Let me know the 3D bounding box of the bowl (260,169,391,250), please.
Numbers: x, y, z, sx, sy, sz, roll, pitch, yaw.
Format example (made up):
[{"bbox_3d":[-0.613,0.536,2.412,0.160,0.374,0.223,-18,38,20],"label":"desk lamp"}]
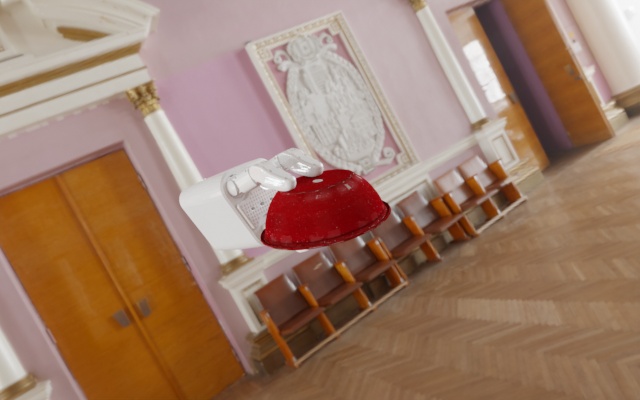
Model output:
[{"bbox_3d":[0.001,0.001,0.571,0.162,0.055,0.162,-12,16,3],"label":"bowl"}]
